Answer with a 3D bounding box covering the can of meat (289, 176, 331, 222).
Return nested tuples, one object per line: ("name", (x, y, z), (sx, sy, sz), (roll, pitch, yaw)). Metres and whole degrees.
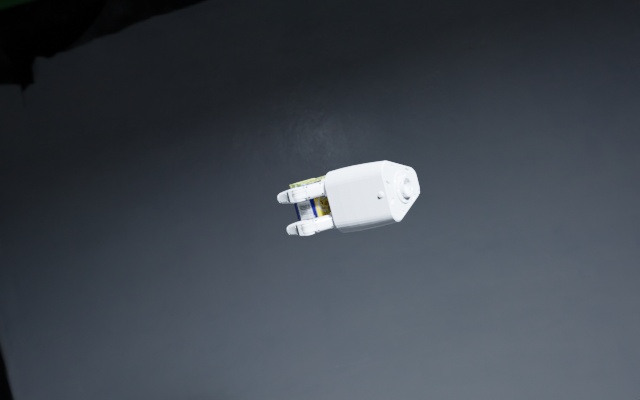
("can of meat", (0.000, 0.002, 0.814), (0.057, 0.084, 0.102), (-11, 5, 41))
